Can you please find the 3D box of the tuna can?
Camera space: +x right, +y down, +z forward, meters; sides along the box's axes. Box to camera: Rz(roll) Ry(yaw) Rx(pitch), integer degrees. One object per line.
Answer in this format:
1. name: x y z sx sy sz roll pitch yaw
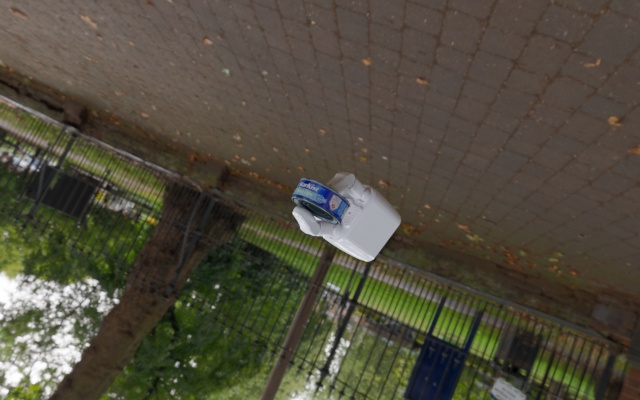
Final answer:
1. tuna can: 0.000 0.003 0.723 0.086 0.033 0.086 27 -12 7
